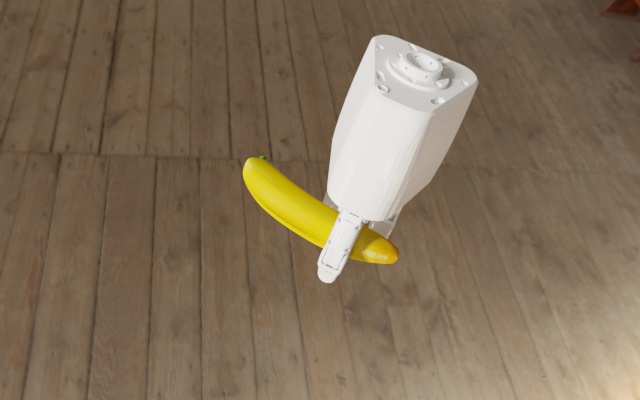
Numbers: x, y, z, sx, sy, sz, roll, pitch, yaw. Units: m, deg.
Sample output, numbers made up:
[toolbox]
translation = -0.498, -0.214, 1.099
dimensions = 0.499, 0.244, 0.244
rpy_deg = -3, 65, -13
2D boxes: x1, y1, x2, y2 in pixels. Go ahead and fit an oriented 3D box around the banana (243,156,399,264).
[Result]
[banana]
translation = -0.015, 0.005, 0.463
dimensions = 0.197, 0.037, 0.069
rpy_deg = 37, 37, 27
